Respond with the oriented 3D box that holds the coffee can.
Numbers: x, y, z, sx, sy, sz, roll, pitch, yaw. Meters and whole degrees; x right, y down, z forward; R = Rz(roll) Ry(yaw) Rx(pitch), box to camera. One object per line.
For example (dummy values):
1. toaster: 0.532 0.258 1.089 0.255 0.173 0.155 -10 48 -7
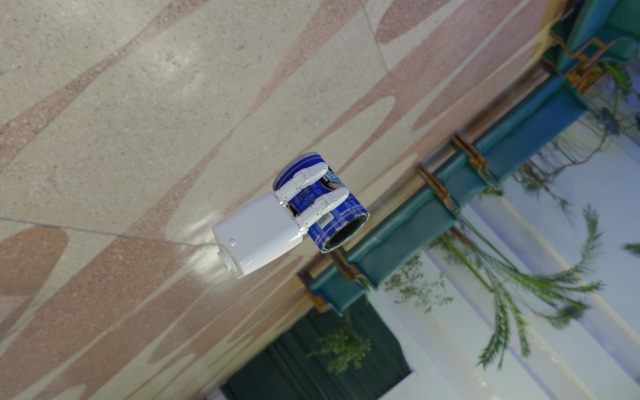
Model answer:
1. coffee can: 0.000 0.002 0.807 0.103 0.140 0.103 -35 -18 -13
